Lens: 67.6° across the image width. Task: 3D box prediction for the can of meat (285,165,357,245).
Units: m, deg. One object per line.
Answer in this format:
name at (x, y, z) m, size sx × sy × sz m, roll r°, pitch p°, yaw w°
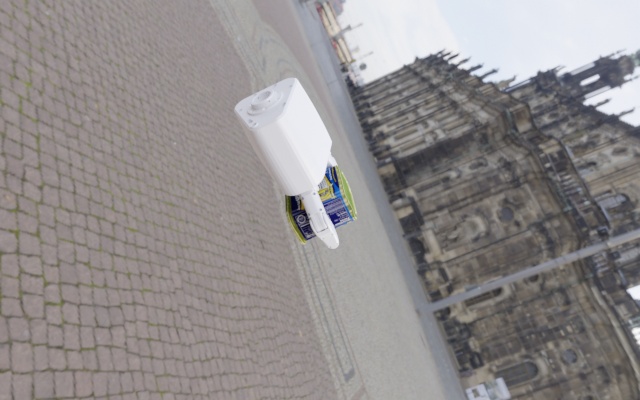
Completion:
can of meat at (0.000, 0.002, 0.666) m, size 0.084 × 0.057 × 0.102 m, roll -23°, pitch 32°, yaw 9°
